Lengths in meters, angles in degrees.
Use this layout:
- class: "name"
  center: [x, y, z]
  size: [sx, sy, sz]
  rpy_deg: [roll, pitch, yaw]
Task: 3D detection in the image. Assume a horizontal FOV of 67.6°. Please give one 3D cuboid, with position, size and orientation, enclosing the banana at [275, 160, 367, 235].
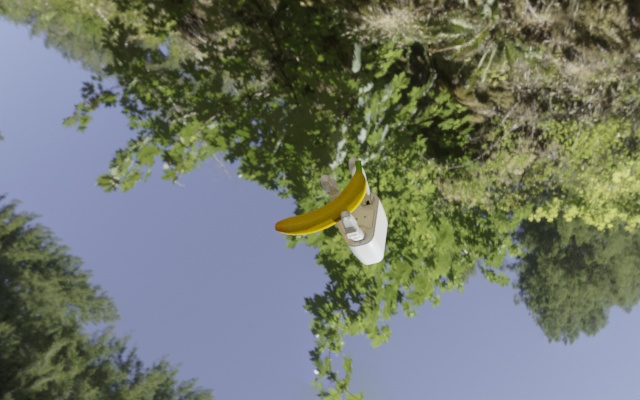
- class: "banana"
  center: [0.012, 0.013, 0.851]
  size: [0.198, 0.069, 0.037]
  rpy_deg: [-37, -33, 0]
